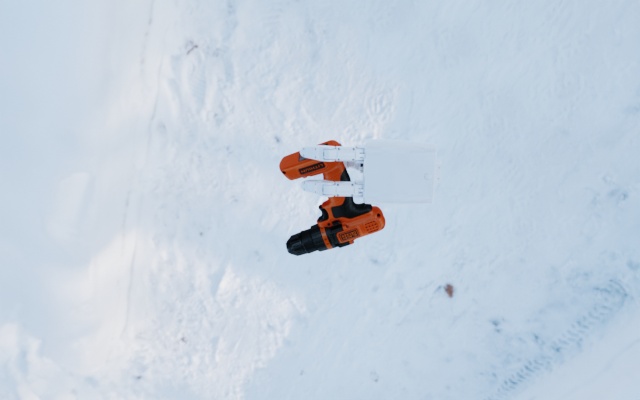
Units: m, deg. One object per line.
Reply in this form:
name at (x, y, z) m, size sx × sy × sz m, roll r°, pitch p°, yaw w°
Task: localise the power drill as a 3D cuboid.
power drill at (0.000, 0.002, 0.815) m, size 0.184 × 0.188 × 0.057 m, roll -20°, pitch 31°, yaw 9°
